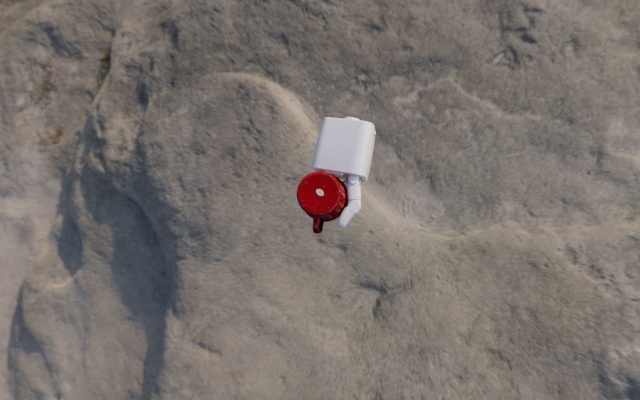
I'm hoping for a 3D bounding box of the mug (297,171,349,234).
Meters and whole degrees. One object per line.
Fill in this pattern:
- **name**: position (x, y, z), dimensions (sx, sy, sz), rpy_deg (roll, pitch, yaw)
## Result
- **mug**: position (0.000, 0.004, 0.882), dimensions (0.093, 0.117, 0.081), rpy_deg (10, -4, 9)
